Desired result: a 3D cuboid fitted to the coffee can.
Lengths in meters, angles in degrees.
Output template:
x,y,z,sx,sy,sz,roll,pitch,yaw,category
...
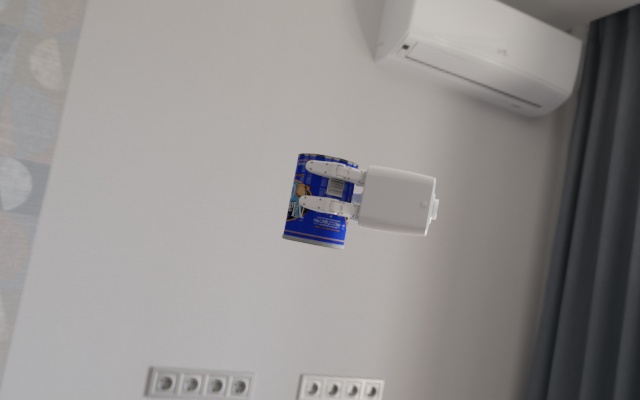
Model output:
x,y,z,sx,sy,sz,roll,pitch,yaw,category
0.000,0.003,0.785,0.103,0.140,0.103,11,-4,1,coffee can
